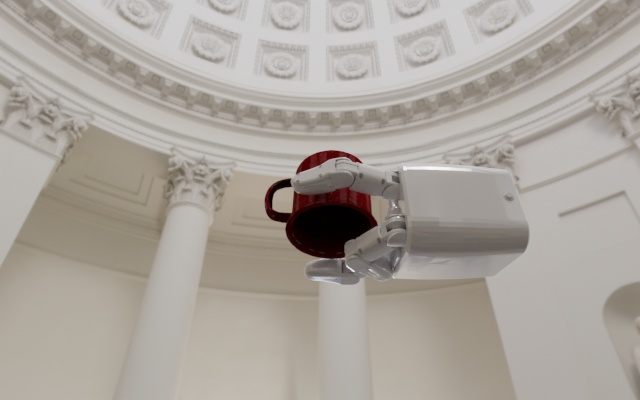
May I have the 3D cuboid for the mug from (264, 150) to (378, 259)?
[{"bbox_3d":[-0.001,0.001,0.502,0.117,0.081,0.093,2,-41,-1],"label":"mug"}]
